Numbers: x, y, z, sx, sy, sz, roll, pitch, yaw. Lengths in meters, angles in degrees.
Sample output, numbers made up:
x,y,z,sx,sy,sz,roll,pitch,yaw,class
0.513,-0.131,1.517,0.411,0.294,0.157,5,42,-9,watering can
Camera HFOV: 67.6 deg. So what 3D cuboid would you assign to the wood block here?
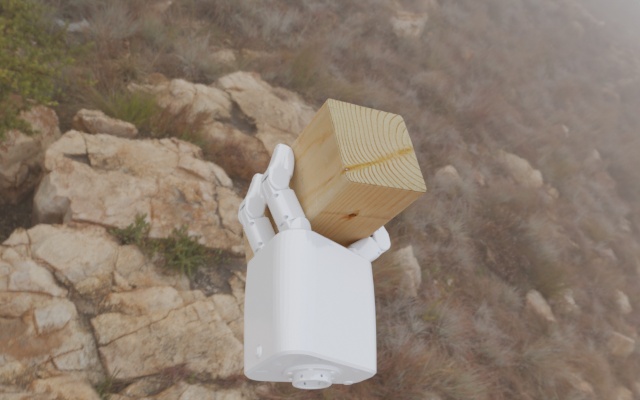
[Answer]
x,y,z,sx,sy,sz,roll,pitch,yaw,class
0.000,0.002,0.497,0.091,0.090,0.206,6,-33,-32,wood block
